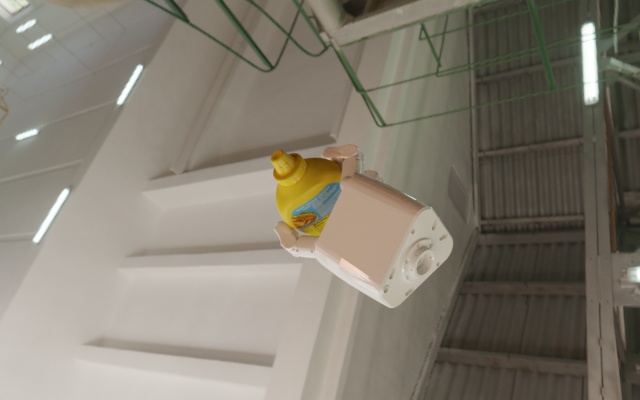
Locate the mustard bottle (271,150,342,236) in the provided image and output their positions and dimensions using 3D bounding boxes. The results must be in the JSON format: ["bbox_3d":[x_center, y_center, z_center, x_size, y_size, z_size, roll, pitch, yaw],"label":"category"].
[{"bbox_3d":[0.000,0.002,0.600,0.096,0.058,0.192,-36,-48,9],"label":"mustard bottle"}]
